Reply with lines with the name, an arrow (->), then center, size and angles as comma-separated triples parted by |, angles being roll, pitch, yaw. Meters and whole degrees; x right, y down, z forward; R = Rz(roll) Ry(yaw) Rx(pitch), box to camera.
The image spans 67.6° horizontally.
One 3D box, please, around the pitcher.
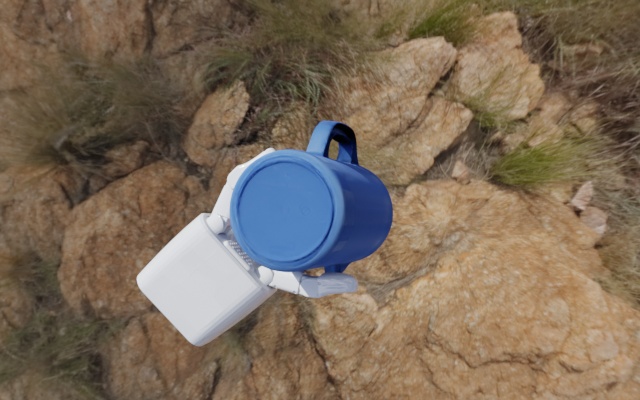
pitcher -> 0.000, 0.002, 0.523 | 0.145, 0.149, 0.243 | -38, -11, 11
